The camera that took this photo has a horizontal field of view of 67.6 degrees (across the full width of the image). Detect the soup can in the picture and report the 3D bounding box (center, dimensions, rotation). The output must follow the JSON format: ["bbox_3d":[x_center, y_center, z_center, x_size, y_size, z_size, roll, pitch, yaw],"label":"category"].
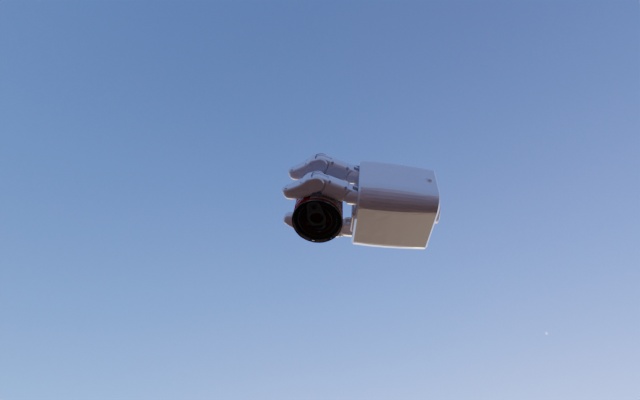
[{"bbox_3d":[0.000,0.002,0.670,0.068,0.068,0.102,0,31,6],"label":"soup can"}]
